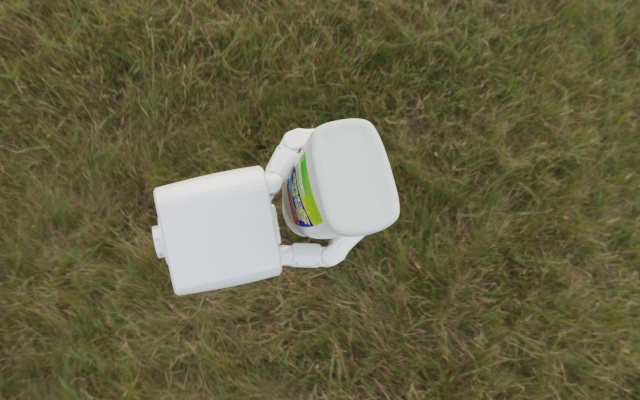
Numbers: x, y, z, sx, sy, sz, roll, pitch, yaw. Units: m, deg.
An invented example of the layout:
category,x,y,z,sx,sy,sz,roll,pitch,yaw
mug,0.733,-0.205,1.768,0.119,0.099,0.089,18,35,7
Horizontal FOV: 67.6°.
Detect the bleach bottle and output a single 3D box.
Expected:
category,x,y,z,sx,sy,sz,roll,pitch,yaw
bleach bottle,0.000,0.002,0.507,0.068,0.102,0.251,-11,-9,-15
